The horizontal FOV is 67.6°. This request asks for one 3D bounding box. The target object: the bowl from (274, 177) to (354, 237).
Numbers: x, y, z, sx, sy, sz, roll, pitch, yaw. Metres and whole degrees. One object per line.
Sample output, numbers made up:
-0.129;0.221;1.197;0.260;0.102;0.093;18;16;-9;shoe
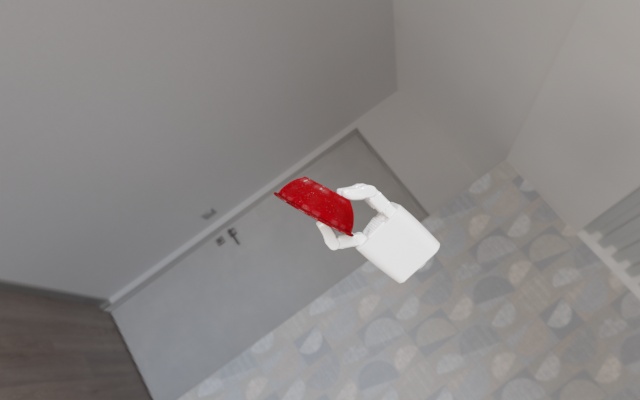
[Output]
-0.001;0.002;0.842;0.162;0.055;0.162;28;1;-1;bowl
